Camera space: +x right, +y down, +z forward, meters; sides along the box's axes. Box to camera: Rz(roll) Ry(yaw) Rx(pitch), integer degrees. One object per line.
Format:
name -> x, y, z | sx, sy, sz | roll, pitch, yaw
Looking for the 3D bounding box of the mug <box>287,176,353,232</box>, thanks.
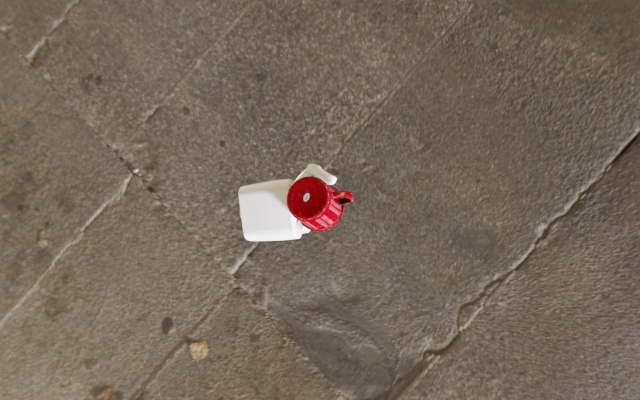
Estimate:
mug -> 0.001, 0.003, 0.856 | 0.117, 0.093, 0.081 | -8, -15, 14
